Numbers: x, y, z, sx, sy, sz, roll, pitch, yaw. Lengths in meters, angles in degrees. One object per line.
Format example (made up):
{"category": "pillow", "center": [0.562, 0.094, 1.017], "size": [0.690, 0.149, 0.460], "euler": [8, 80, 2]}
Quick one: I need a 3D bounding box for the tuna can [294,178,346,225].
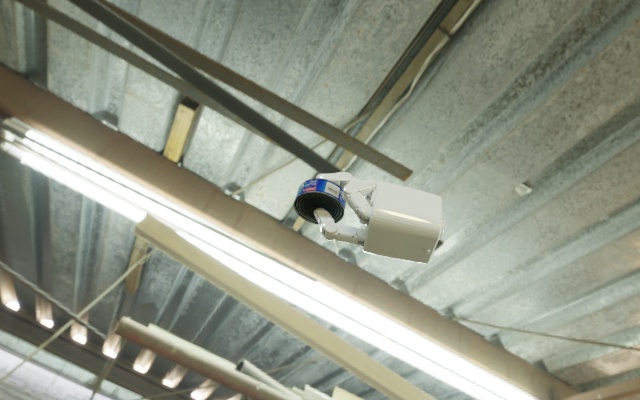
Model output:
{"category": "tuna can", "center": [0.000, 0.002, 0.800], "size": [0.086, 0.033, 0.086], "euler": [8, -39, 7]}
